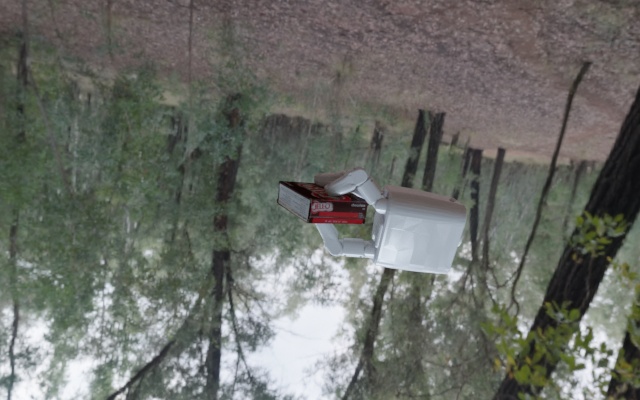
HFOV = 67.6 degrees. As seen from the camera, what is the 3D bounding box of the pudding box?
[{"bbox_3d":[0.000,0.002,0.671,0.090,0.039,0.113,4,10,-29],"label":"pudding box"}]
